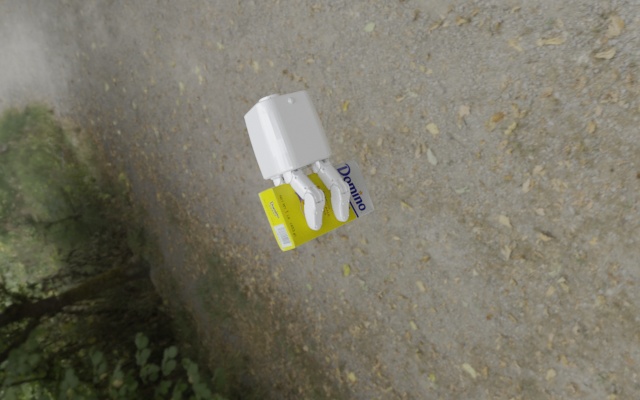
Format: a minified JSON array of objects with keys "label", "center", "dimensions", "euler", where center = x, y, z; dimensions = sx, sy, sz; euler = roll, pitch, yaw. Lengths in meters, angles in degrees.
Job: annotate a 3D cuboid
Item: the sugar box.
[{"label":"sugar box","center":[0.000,0.002,0.733],"dimensions":[0.176,0.093,0.048],"euler":[-23,4,-37]}]
